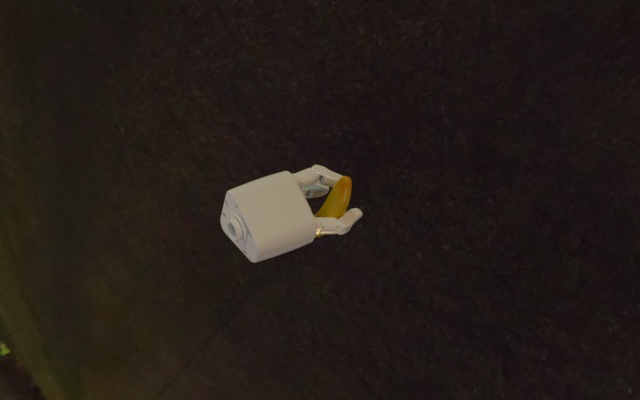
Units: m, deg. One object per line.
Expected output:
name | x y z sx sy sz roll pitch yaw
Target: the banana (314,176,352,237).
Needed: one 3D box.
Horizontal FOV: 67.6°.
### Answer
banana | 0.003 0.021 0.803 0.037 0.069 0.198 -9 -12 -28
